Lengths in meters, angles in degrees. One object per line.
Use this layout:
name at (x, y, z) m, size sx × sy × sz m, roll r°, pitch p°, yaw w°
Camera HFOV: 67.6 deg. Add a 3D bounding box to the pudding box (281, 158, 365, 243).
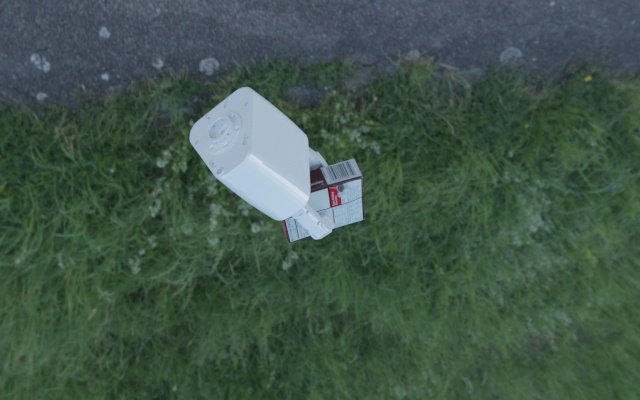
pudding box at (0.000, 0.002, 0.624) m, size 0.113 × 0.039 × 0.090 m, roll -15°, pitch -40°, yaw -6°
